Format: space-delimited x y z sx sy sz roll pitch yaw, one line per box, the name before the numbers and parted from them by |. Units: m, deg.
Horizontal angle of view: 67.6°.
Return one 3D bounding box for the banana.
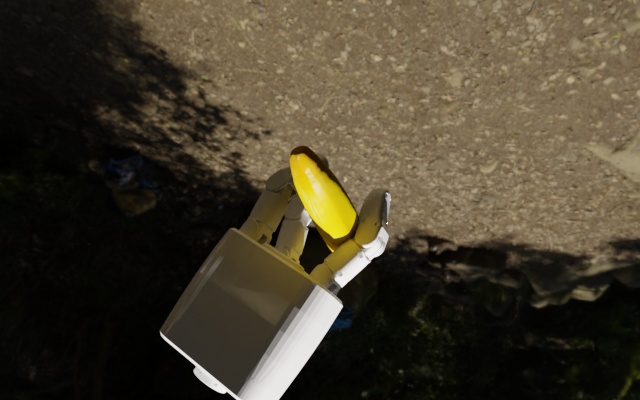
banana | 0.011 0.016 0.427 0.037 0.069 0.198 -37 -19 -3
